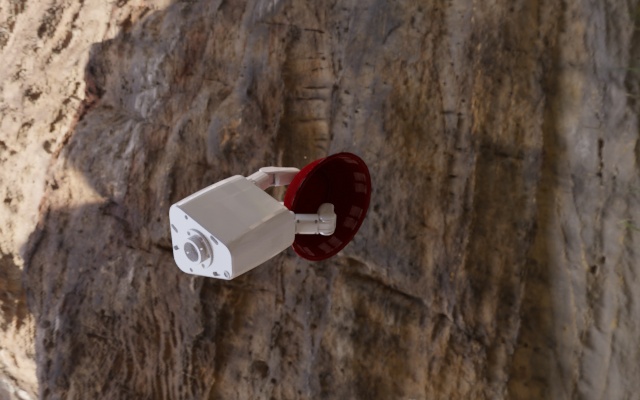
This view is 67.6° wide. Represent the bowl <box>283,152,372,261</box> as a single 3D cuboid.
[{"bbox_3d":[0.001,0.002,0.681,0.162,0.162,0.055,0,20,-46],"label":"bowl"}]
